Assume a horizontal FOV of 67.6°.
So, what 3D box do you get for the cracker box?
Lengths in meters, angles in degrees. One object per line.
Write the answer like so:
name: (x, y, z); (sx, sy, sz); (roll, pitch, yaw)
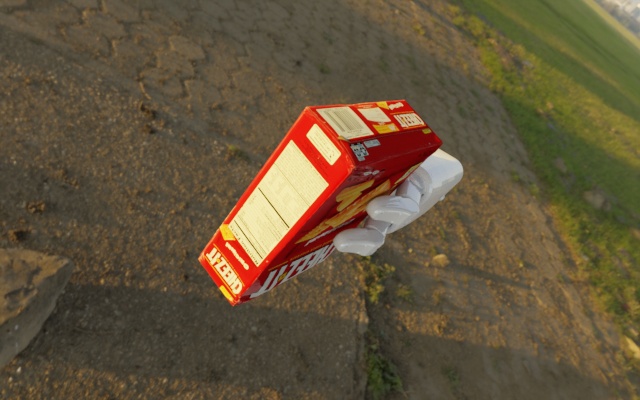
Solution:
cracker box: (0.000, 0.001, 0.476); (0.164, 0.072, 0.214); (-19, -25, -51)
